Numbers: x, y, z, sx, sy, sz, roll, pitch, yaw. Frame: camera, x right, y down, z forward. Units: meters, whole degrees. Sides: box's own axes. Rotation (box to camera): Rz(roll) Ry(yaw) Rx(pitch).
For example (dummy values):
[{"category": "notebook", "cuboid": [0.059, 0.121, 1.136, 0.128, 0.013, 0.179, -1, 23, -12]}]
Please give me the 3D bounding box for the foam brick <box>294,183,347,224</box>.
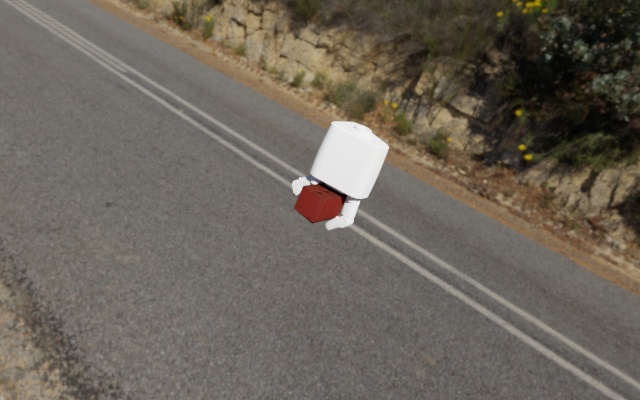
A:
[{"category": "foam brick", "cuboid": [0.000, 0.003, 0.881, 0.053, 0.051, 0.078, 36, 27, 27]}]
